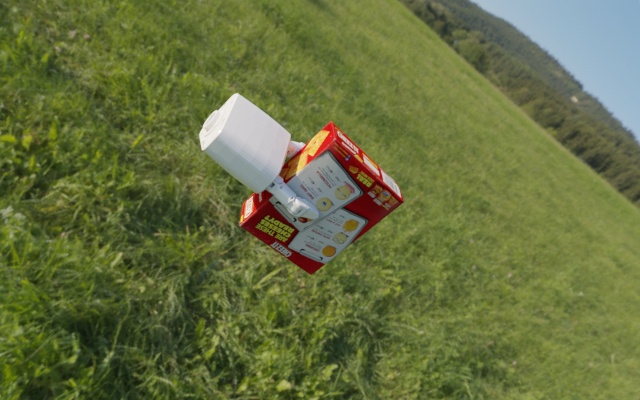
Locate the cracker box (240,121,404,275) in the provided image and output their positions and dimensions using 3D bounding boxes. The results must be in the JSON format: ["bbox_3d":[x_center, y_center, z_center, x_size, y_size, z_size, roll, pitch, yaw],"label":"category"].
[{"bbox_3d":[0.000,0.003,0.781,0.164,0.214,0.072,39,24,-25],"label":"cracker box"}]
